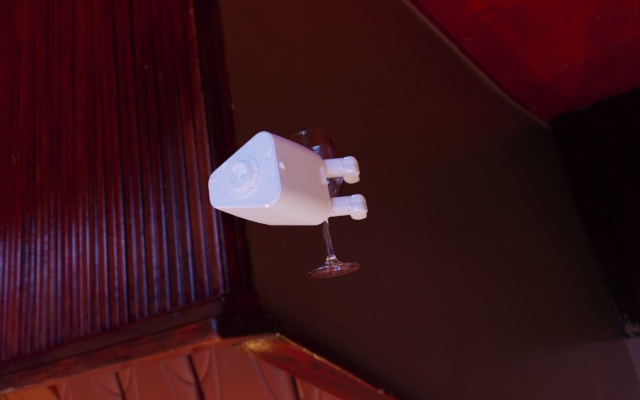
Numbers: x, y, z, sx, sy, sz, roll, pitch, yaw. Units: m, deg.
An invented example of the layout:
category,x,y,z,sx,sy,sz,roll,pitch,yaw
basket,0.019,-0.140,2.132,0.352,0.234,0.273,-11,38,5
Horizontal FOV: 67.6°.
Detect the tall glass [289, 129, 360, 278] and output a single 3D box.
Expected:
category,x,y,z,sx,sy,sz,roll,pitch,yaw
tall glass,0.000,0.003,0.670,0.079,0.201,0.079,-9,-19,-3
